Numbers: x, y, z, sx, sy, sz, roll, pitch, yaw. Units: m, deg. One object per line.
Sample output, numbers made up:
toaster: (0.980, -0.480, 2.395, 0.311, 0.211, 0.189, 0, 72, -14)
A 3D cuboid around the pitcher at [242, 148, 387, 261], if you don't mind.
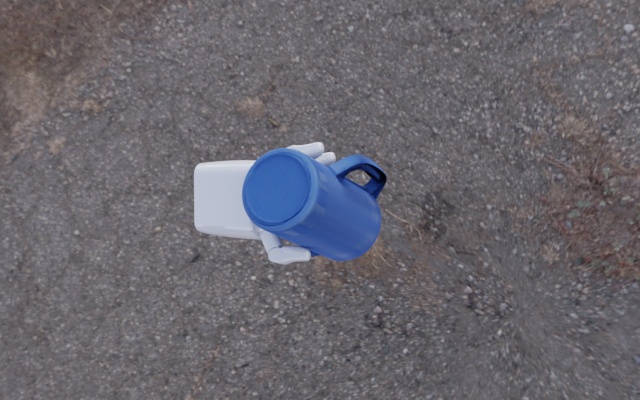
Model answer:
pitcher: (0.000, 0.002, 0.689, 0.145, 0.149, 0.243, 2, -11, 23)
